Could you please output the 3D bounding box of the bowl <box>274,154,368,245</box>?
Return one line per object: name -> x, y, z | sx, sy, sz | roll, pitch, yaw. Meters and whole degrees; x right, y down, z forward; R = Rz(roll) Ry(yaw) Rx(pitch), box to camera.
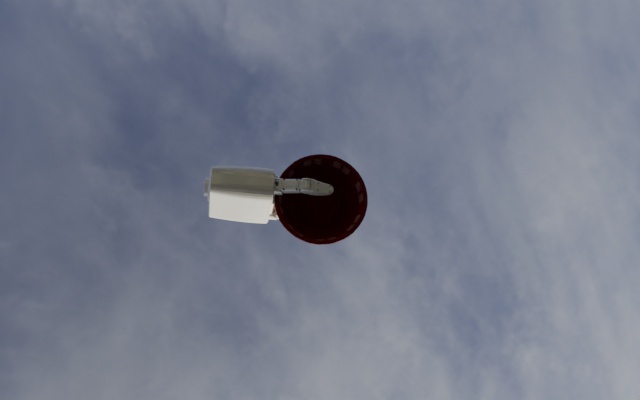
bowl -> 0.001, 0.003, 0.844 | 0.162, 0.162, 0.055 | 0, -15, -2
